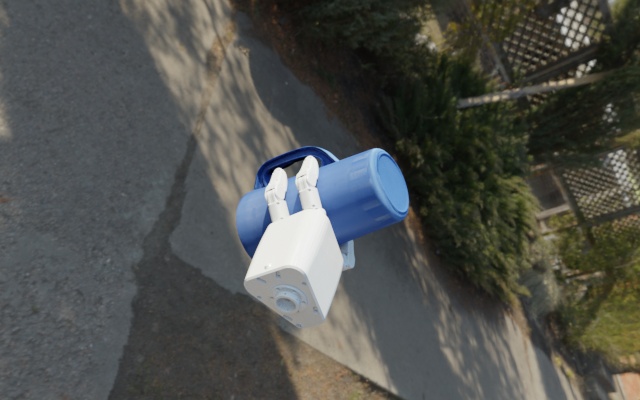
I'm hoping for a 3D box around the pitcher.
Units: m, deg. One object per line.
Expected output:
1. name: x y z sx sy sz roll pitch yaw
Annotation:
1. pitcher: 0.000 0.003 0.718 0.243 0.149 0.145 -21 27 29
